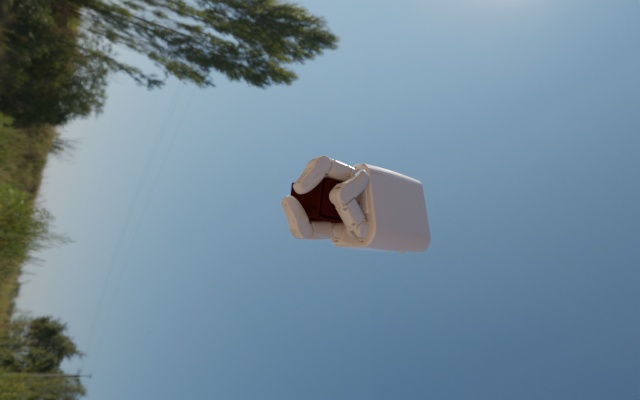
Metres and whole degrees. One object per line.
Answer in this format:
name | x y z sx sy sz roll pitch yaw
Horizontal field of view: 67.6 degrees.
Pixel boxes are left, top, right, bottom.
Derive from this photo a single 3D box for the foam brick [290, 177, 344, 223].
foam brick | 0.000 0.002 0.634 0.051 0.053 0.078 11 -9 -33
